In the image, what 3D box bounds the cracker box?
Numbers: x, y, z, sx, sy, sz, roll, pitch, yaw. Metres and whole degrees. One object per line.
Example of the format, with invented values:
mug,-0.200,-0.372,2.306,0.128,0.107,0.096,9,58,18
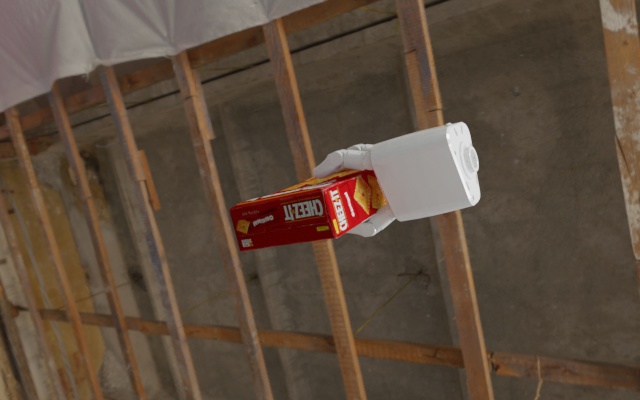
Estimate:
cracker box,0.000,0.002,0.698,0.164,0.072,0.213,-12,7,34
